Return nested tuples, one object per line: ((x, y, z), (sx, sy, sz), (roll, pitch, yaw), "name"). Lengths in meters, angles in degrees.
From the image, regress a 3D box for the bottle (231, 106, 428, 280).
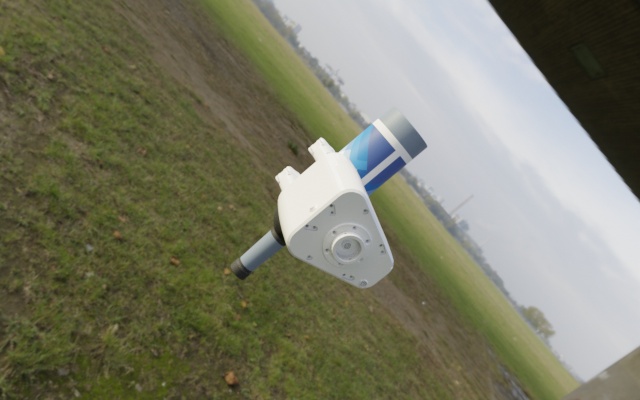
((0.000, 0.002, 0.613), (0.296, 0.069, 0.069), (-40, -8, 9), "bottle")
